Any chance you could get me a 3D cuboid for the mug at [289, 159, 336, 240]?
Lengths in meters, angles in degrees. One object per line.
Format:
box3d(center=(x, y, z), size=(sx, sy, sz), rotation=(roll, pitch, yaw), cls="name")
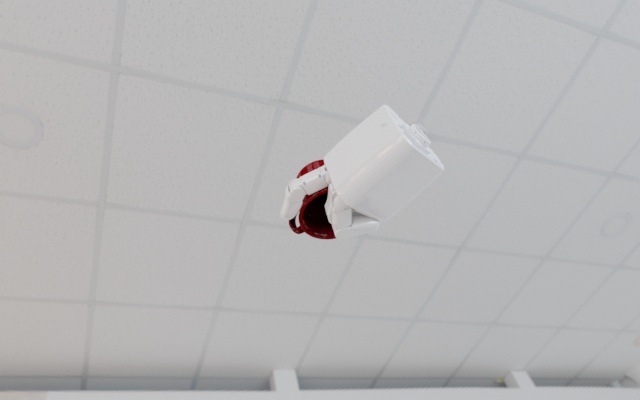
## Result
box3d(center=(-0.001, 0.003, 0.688), size=(0.117, 0.081, 0.093), rotation=(-40, -53, 20), cls="mug")
